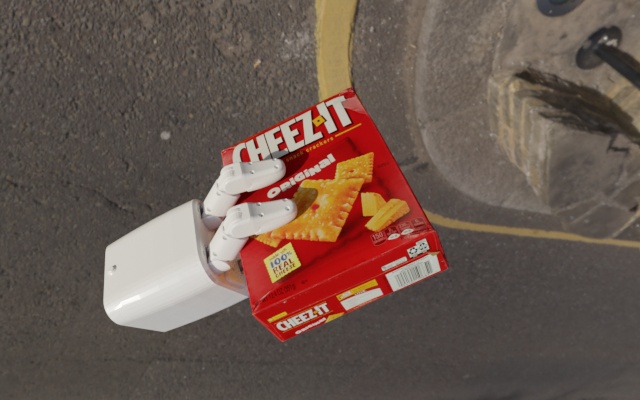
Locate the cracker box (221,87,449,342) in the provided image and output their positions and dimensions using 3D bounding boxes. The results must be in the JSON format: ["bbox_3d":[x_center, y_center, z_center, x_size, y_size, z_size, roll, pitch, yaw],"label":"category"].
[{"bbox_3d":[0.000,0.002,0.464,0.164,0.213,0.072,-25,-42,5],"label":"cracker box"}]
